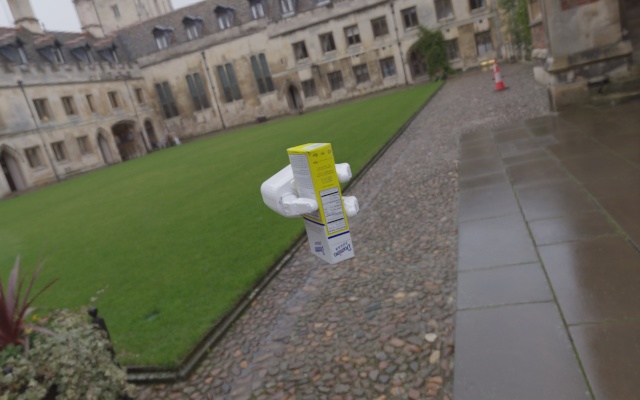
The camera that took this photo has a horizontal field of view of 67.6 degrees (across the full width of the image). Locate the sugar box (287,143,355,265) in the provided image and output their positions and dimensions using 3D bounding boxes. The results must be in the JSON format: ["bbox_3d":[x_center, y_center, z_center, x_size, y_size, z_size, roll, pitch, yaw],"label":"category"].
[{"bbox_3d":[0.001,0.002,0.734,0.048,0.176,0.093,-19,14,-19],"label":"sugar box"}]
